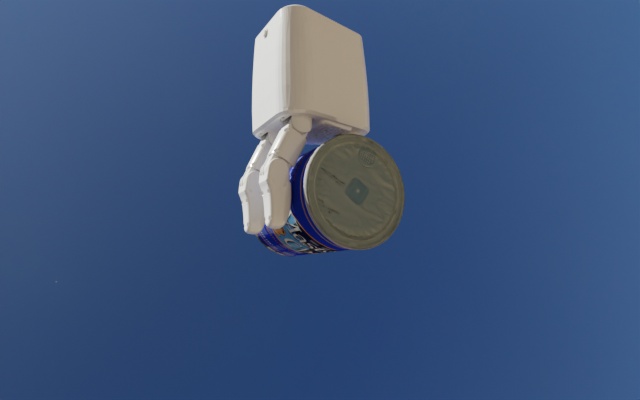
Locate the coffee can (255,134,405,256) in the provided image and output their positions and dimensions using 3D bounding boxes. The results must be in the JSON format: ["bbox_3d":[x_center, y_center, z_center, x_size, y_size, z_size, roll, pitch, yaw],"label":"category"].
[{"bbox_3d":[0.000,0.002,0.475,0.103,0.103,0.140,0,-8,-29],"label":"coffee can"}]
